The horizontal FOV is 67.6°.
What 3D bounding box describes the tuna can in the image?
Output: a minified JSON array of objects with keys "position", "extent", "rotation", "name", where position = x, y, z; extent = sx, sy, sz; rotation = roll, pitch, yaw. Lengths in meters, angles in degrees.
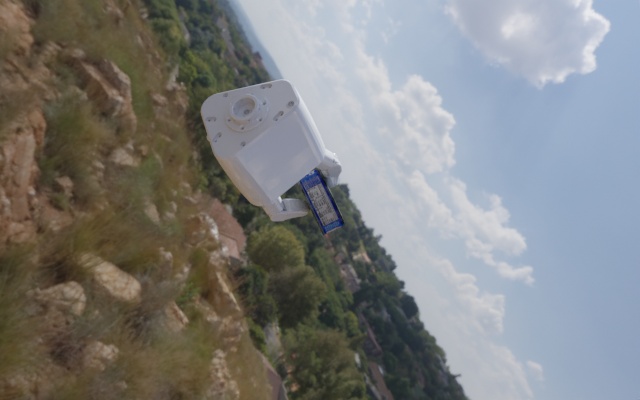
[{"position":[0.001,0.002,0.643],"extent":[0.034,0.086,0.086],"rotation":[-26,1,-1],"name":"tuna can"}]
